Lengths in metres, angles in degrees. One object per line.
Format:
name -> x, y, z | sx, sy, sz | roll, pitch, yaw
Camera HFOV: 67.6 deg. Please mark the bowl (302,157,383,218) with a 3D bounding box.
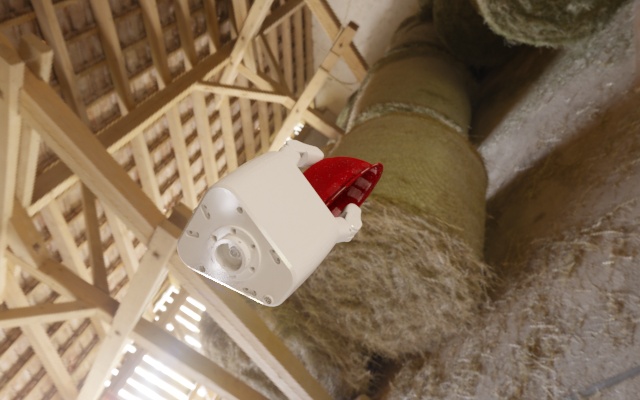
bowl -> 0.000, 0.002, 0.563 | 0.055, 0.162, 0.162 | 43, 12, 13
